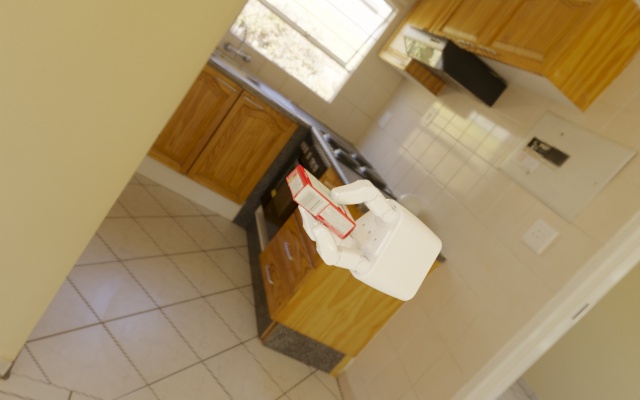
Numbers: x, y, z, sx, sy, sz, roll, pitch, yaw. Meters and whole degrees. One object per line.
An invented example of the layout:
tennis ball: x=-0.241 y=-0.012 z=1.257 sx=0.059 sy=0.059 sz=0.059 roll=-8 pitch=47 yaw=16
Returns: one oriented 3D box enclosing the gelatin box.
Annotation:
gelatin box: x=0.000 y=0.001 z=0.609 sx=0.089 sy=0.030 sz=0.073 roll=41 pitch=10 yaw=-23
